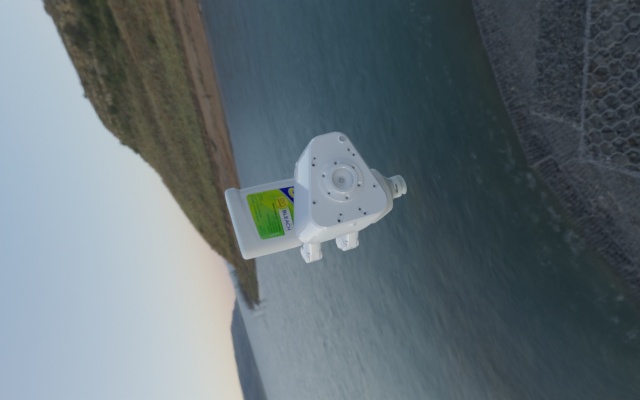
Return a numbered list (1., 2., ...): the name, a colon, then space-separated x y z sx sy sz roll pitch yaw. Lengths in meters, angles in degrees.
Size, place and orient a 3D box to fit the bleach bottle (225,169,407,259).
1. bleach bottle: 0.000 0.002 0.678 0.251 0.102 0.068 -16 -10 -12
